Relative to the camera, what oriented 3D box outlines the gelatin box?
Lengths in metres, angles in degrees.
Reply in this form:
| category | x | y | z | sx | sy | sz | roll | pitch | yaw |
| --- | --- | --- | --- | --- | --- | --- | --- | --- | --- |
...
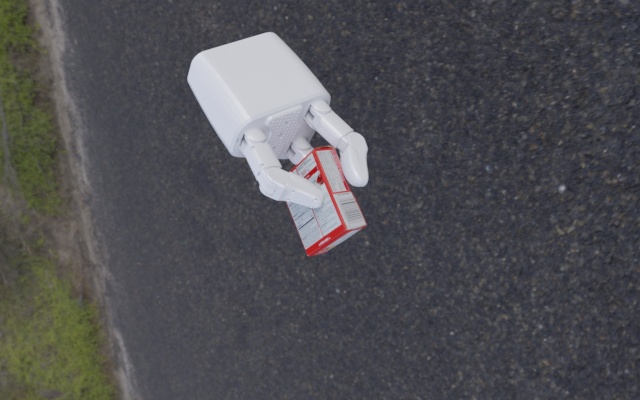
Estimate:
| category | x | y | z | sx | sy | sz | roll | pitch | yaw |
| --- | --- | --- | --- | --- | --- | --- | --- | --- | --- |
| gelatin box | 0.000 | 0.002 | 0.478 | 0.030 | 0.089 | 0.073 | -11 | -19 | -38 |
